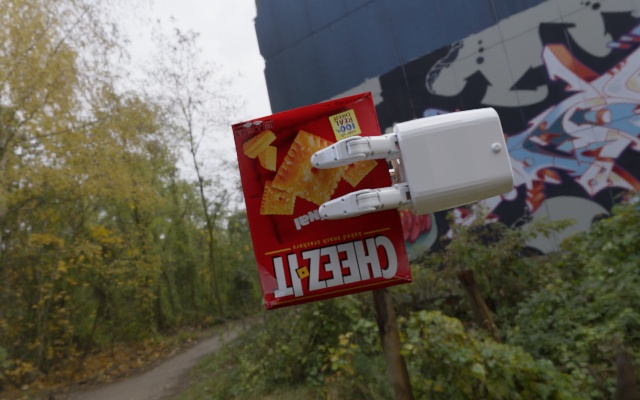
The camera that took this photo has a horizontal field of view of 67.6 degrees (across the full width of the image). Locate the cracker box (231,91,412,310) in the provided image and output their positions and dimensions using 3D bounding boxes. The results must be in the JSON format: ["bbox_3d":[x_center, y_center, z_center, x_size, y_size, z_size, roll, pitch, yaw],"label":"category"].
[{"bbox_3d":[0.000,0.002,0.541,0.164,0.213,0.072,-12,-7,3],"label":"cracker box"}]
